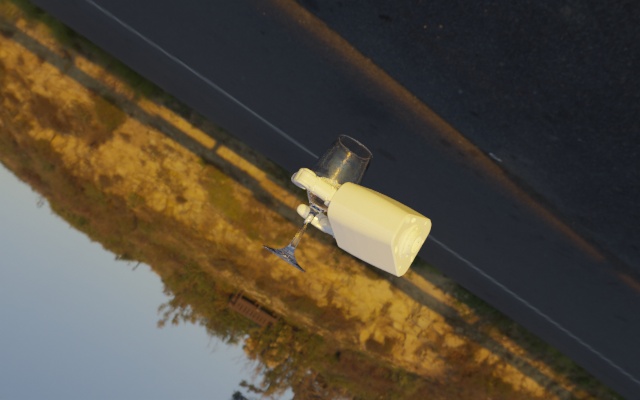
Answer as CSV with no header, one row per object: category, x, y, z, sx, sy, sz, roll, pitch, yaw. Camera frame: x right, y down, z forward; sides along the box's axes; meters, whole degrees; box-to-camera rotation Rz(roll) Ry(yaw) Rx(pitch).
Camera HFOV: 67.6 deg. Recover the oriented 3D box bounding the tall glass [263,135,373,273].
tall glass,0.000,0.003,0.704,0.079,0.201,0.079,31,-8,5
